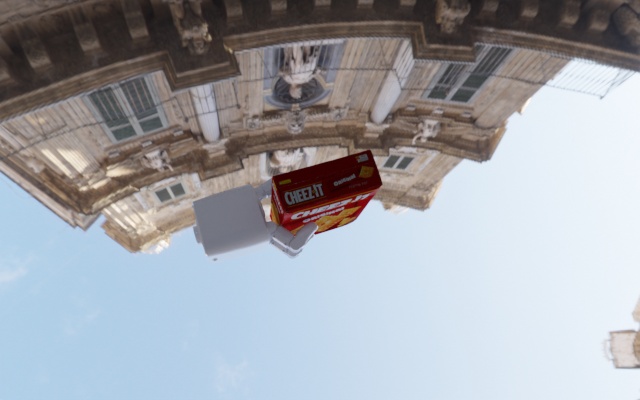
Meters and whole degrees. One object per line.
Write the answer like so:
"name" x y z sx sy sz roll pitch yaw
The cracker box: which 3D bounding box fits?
"cracker box" 0.000 0.003 0.825 0.164 0.072 0.214 -17 -14 -12
